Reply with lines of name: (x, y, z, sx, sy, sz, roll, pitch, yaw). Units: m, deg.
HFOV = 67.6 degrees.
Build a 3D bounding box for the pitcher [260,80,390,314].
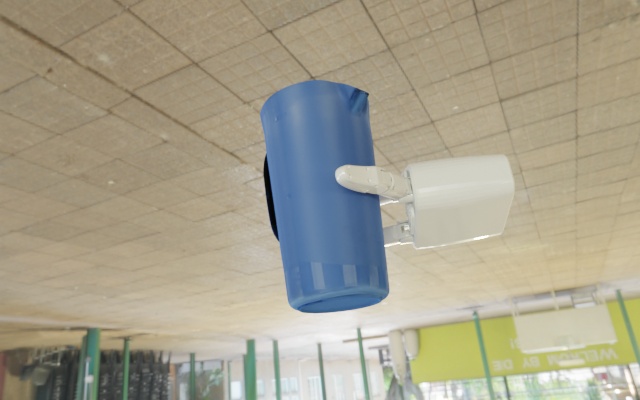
pitcher: (0.000, 0.002, 0.549, 0.145, 0.242, 0.149, -7, -21, 1)
